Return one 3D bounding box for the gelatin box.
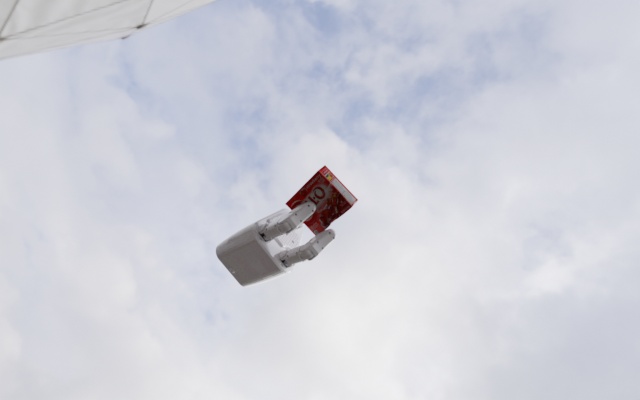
[{"bbox_3d":[0.001,0.002,0.721,0.089,0.073,0.030,-42,1,34],"label":"gelatin box"}]
